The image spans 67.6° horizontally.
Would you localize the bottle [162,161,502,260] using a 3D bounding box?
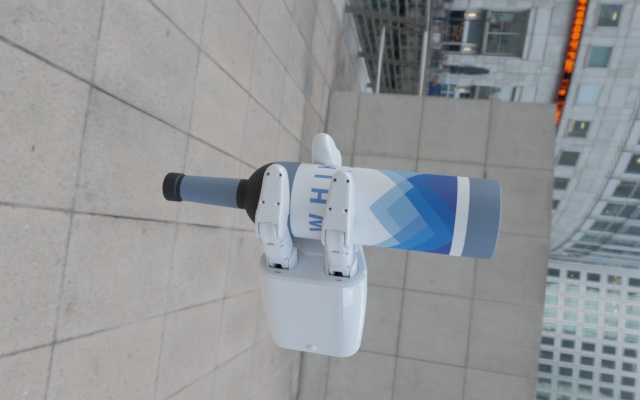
[{"bbox_3d":[0.000,0.001,0.424,0.295,0.069,0.069,6,1,11],"label":"bottle"}]
